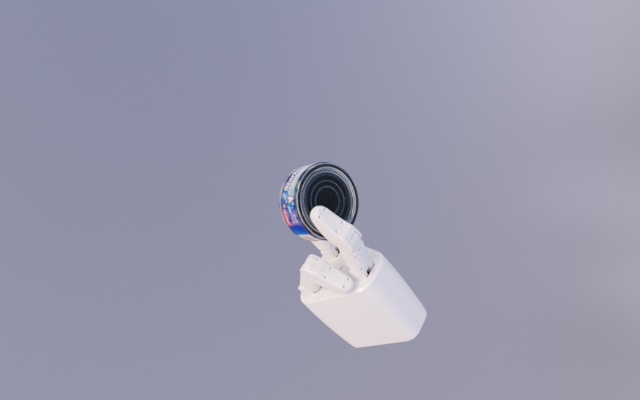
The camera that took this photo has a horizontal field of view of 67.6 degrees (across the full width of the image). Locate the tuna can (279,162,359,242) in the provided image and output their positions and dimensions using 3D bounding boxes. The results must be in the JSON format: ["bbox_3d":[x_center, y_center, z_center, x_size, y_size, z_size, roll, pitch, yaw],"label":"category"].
[{"bbox_3d":[0.000,0.002,0.519,0.086,0.086,0.034,0,-4,-35],"label":"tuna can"}]
